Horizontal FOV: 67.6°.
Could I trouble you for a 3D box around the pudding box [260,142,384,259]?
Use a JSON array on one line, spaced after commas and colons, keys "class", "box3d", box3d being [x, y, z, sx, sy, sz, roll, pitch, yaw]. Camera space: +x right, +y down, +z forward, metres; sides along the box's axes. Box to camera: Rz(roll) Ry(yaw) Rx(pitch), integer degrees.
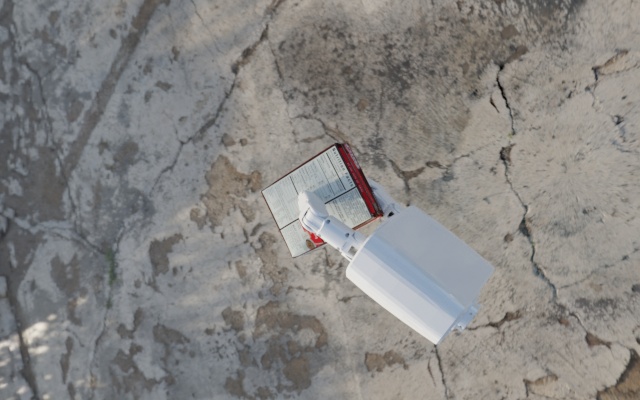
[{"class": "pudding box", "box3d": [0.000, 0.002, 0.522, 0.113, 0.090, 0.039, -29, -9, 25]}]
